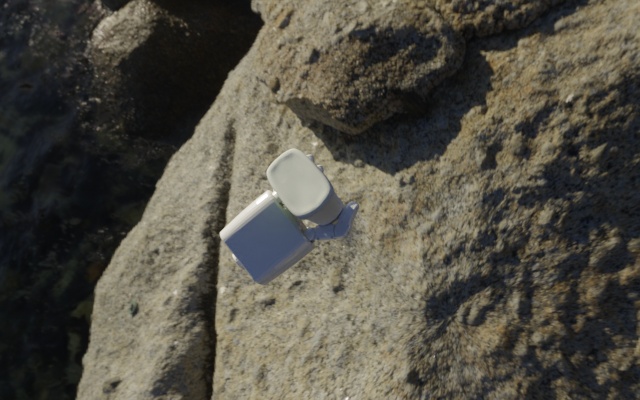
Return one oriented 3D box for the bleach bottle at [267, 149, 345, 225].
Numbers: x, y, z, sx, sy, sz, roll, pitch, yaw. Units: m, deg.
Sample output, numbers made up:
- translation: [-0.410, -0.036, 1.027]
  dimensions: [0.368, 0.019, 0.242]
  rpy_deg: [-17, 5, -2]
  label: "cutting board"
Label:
- translation: [0.000, 0.002, 0.758]
  dimensions: [0.068, 0.102, 0.251]
  rpy_deg: [-40, -20, 3]
  label: "bleach bottle"
